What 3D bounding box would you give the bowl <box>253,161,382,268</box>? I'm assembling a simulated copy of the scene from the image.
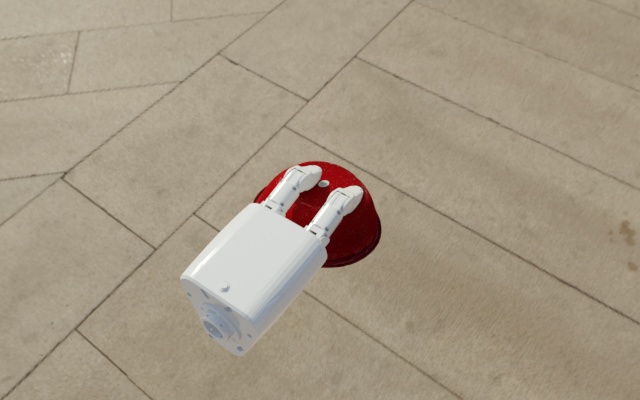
[{"bbox_3d":[0.001,0.001,0.567,0.162,0.055,0.162,7,40,-6],"label":"bowl"}]
